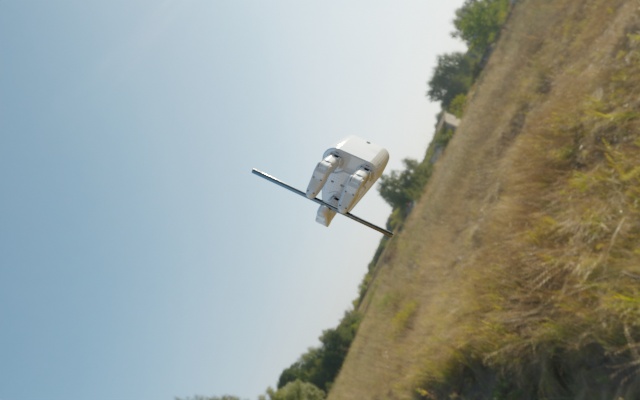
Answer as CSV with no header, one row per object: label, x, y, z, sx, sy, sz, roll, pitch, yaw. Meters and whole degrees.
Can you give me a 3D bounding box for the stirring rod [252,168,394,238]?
stirring rod,0.000,0.002,0.733,0.239,0.011,0.011,25,5,11
